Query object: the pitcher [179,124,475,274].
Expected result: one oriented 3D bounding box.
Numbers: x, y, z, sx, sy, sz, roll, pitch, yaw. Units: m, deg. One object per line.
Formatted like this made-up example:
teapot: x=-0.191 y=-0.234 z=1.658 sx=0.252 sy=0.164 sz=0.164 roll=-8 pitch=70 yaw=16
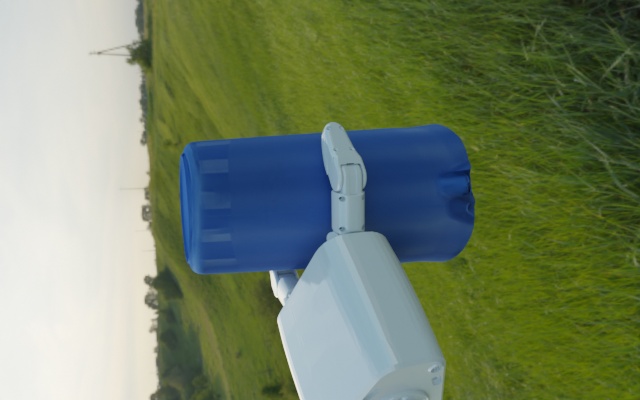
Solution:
pitcher: x=0.000 y=0.002 z=0.436 sx=0.243 sy=0.149 sz=0.145 roll=-3 pitch=42 yaw=-20
